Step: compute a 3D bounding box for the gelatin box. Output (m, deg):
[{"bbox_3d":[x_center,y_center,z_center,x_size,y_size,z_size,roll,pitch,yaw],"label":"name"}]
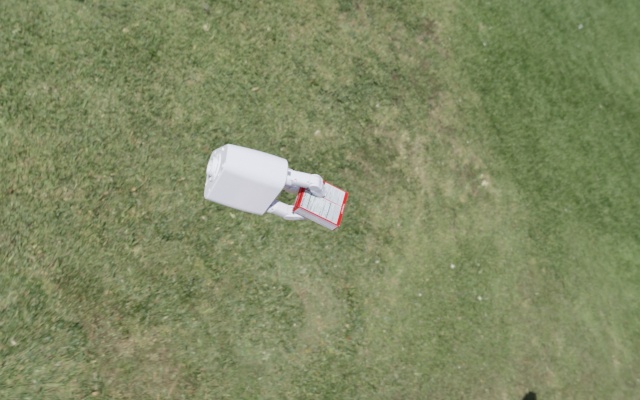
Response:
[{"bbox_3d":[0.001,0.003,0.868,0.089,0.073,0.030,26,-30,-16],"label":"gelatin box"}]
